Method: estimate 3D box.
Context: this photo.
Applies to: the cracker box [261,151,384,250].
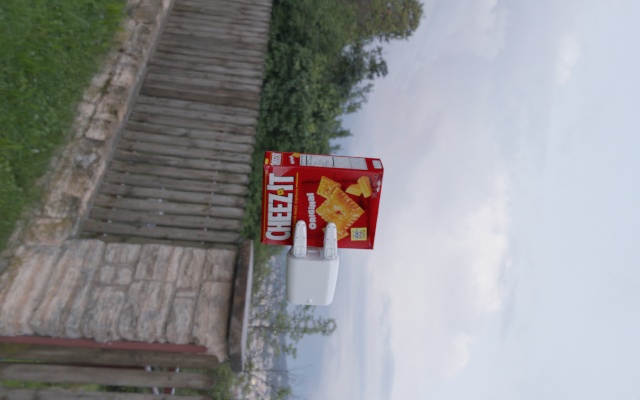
[{"bbox_3d":[0.000,0.003,0.875,0.214,0.164,0.072,3,27,-4],"label":"cracker box"}]
